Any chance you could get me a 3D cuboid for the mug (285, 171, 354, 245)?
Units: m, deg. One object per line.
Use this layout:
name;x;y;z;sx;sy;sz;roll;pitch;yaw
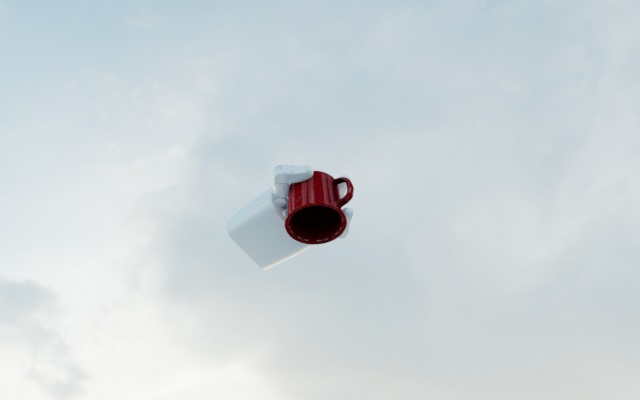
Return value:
mug;0.001;0.002;0.733;0.117;0.081;0.093;-32;-51;25
